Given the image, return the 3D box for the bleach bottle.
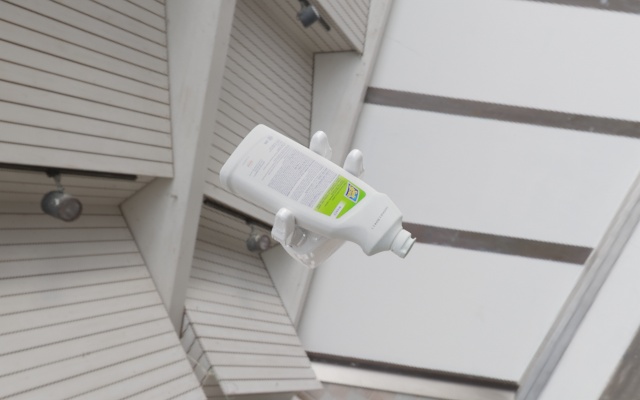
[{"bbox_3d":[0.000,0.002,0.606,0.251,0.102,0.068,31,-14,17],"label":"bleach bottle"}]
